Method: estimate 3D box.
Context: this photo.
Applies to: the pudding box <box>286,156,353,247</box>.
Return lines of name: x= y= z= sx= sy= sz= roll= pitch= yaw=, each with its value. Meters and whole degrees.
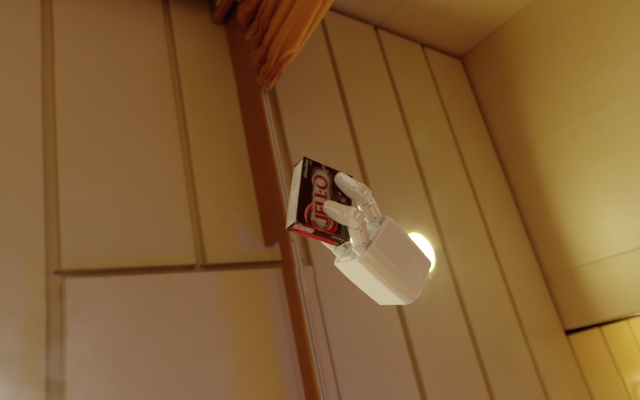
pudding box: x=0.000 y=0.002 z=0.703 sx=0.090 sy=0.113 sz=0.039 roll=21 pitch=-36 yaw=-26
